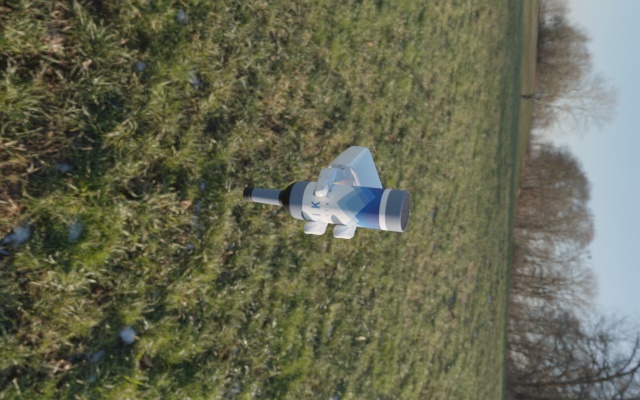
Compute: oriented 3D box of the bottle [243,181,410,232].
[{"bbox_3d":[0.000,0.003,0.817,0.295,0.069,0.069,6,2,22],"label":"bottle"}]
